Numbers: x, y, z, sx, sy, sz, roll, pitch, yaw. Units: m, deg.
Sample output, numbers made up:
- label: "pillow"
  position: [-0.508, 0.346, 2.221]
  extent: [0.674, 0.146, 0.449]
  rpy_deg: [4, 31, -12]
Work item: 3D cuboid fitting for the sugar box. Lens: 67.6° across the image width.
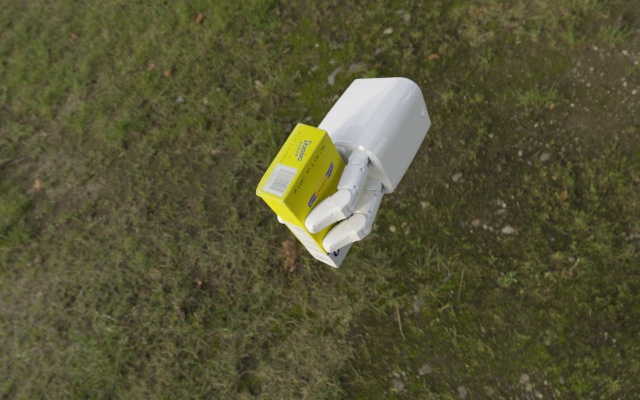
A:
- label: "sugar box"
  position: [0.001, 0.002, 0.558]
  extent: [0.048, 0.093, 0.176]
  rpy_deg: [20, -19, 34]
